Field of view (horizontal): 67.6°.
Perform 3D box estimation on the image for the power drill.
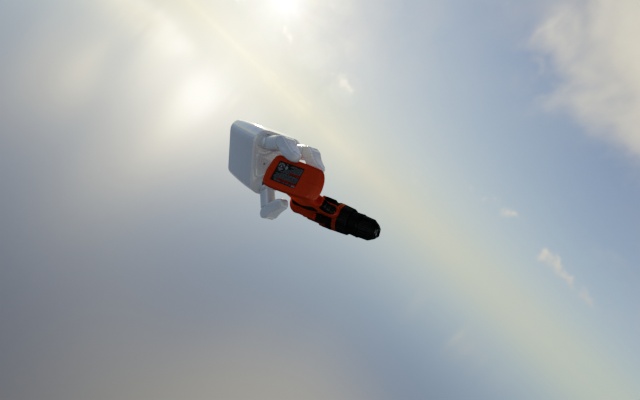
[{"bbox_3d":[0.000,0.002,0.801,0.184,0.057,0.188,19,-15,28],"label":"power drill"}]
